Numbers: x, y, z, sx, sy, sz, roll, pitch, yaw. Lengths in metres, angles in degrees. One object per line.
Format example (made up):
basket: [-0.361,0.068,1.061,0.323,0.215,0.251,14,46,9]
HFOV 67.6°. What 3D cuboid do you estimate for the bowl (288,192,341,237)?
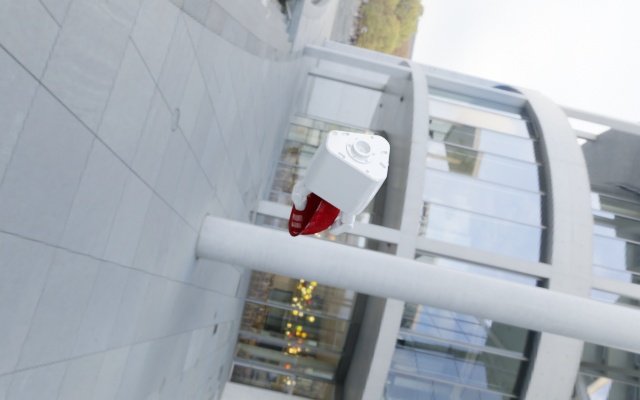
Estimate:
bowl: [0.000,0.003,0.900,0.055,0.162,0.162,25,-8,-18]
